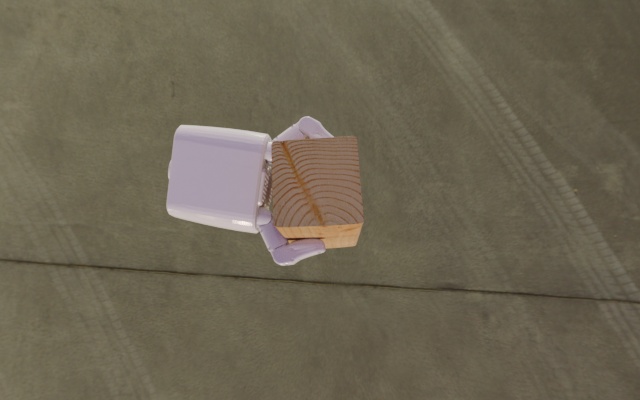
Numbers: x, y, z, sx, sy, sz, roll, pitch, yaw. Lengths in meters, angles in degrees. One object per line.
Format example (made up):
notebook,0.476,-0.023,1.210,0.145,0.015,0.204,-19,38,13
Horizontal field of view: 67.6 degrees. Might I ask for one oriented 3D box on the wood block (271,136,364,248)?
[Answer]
wood block,0.000,0.002,0.570,0.090,0.091,0.206,-3,-11,2
